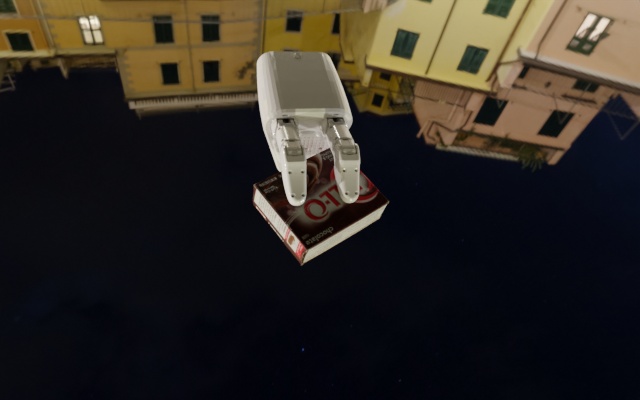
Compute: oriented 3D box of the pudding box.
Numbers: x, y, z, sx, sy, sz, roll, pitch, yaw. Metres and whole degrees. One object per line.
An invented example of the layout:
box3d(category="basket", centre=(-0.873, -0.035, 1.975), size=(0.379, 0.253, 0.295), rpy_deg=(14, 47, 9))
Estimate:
box3d(category="pudding box", centre=(0.000, 0.002, 0.497), size=(0.113, 0.090, 0.039), rpy_deg=(-30, -25, -27))
